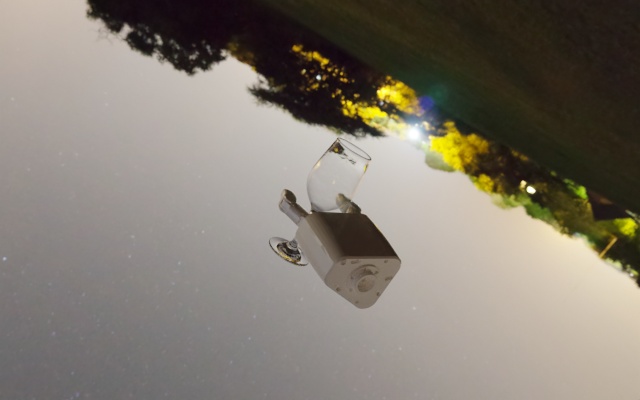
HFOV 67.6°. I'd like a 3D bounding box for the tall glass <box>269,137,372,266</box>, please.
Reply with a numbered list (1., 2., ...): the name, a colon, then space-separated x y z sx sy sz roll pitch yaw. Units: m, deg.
1. tall glass: 0.000 0.003 0.746 0.079 0.201 0.079 29 16 -9
